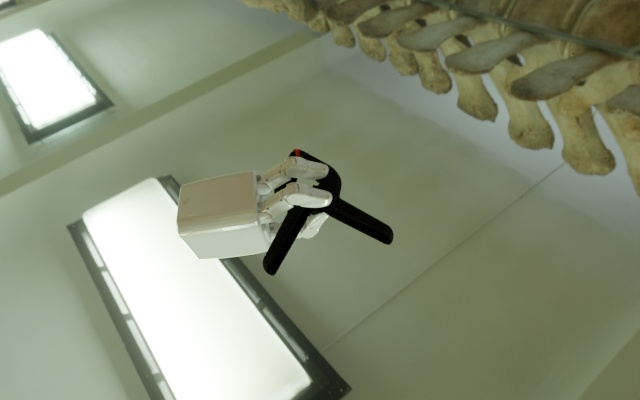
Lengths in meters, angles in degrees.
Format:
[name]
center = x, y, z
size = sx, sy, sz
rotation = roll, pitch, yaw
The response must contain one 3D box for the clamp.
[clamp]
center = 0.000, 0.002, 0.646
size = 0.164, 0.036, 0.209
rotation = -9, 45, -1
